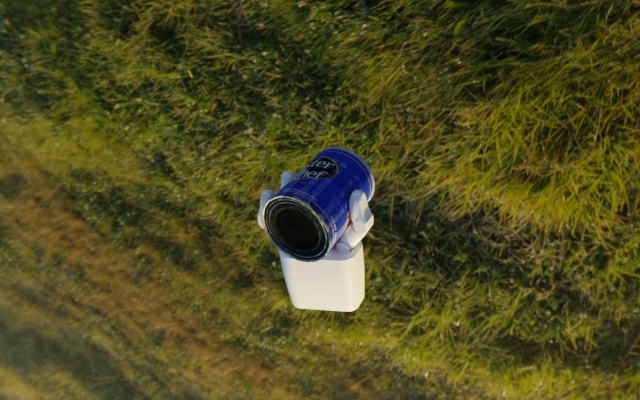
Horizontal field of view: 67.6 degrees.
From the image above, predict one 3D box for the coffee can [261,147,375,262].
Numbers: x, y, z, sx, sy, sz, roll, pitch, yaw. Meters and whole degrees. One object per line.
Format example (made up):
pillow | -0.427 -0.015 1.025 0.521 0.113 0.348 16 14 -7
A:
coffee can | 0.000 0.002 0.655 0.103 0.103 0.140 0 31 34
